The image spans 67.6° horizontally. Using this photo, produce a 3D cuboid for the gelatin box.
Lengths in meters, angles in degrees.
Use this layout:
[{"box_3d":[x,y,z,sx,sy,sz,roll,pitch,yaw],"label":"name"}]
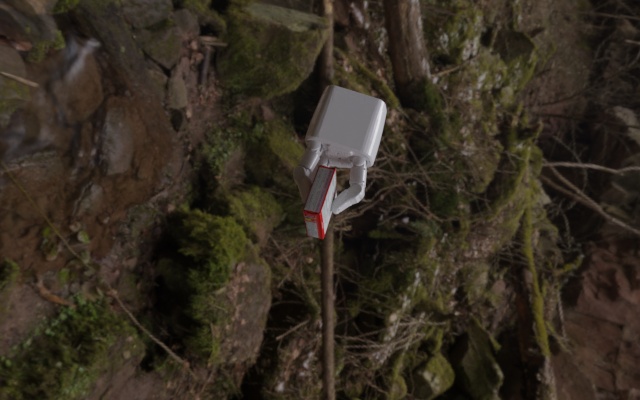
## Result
[{"box_3d":[0.000,0.003,0.730,0.030,0.089,0.073,11,-32,11],"label":"gelatin box"}]
